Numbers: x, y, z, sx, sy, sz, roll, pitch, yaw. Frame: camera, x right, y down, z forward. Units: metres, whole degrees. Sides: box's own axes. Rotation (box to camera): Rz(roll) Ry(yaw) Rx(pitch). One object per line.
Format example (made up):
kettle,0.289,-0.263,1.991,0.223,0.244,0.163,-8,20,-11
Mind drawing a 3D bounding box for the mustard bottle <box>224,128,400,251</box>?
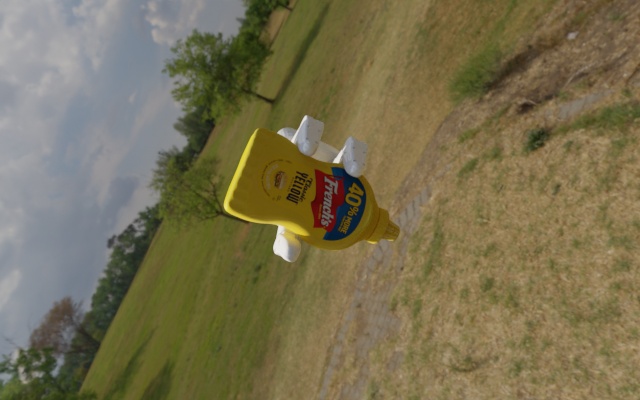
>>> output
mustard bottle,0.000,0.002,0.521,0.191,0.096,0.058,23,-12,-13
